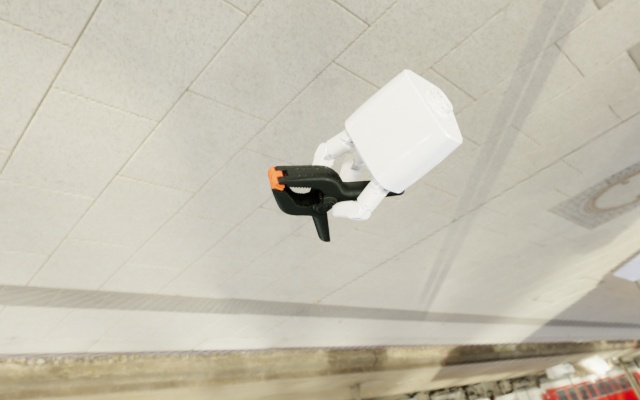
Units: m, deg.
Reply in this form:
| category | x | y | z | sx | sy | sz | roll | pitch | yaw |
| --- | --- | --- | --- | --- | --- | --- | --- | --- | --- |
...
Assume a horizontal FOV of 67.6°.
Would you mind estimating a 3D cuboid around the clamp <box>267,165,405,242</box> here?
| category | x | y | z | sx | sy | sz | roll | pitch | yaw |
| --- | --- | --- | --- | --- | --- | --- | --- | --- | --- |
| clamp | 0.000 | 0.003 | 0.677 | 0.210 | 0.036 | 0.165 | 14 | -44 | -42 |
